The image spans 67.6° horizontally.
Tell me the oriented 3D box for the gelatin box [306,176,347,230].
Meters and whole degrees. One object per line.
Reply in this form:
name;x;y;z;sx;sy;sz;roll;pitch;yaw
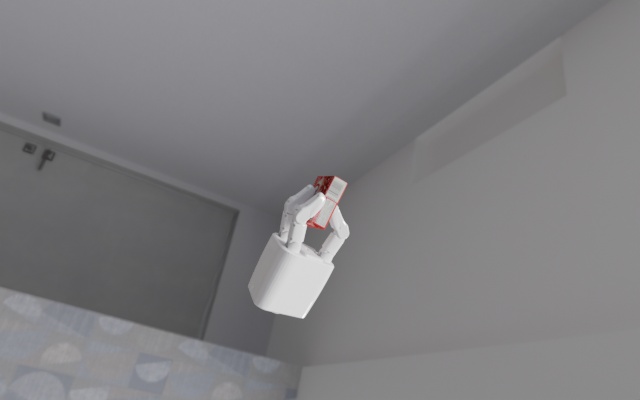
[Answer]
gelatin box;0.001;0.003;0.800;0.030;0.089;0.073;30;-9;-21
